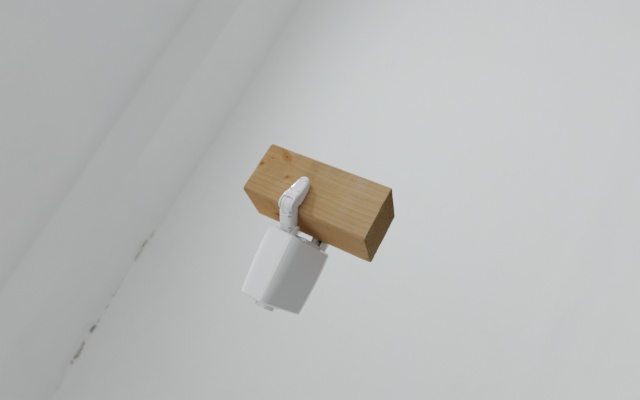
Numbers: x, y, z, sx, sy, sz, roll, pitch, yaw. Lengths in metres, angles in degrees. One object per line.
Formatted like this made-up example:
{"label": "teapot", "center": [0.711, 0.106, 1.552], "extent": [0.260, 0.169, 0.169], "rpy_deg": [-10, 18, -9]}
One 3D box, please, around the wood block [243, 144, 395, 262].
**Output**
{"label": "wood block", "center": [0.000, 0.003, 0.730], "extent": [0.206, 0.090, 0.091], "rpy_deg": [22, -22, 22]}
